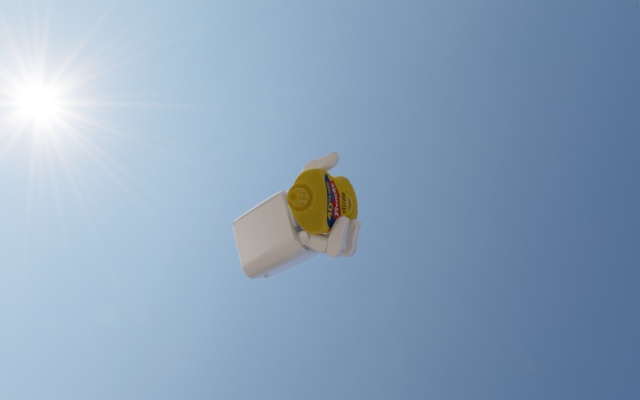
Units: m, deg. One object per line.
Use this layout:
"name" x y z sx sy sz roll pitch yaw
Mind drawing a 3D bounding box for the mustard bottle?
"mustard bottle" 0.001 0.002 0.714 0.058 0.096 0.191 -4 -6 22
